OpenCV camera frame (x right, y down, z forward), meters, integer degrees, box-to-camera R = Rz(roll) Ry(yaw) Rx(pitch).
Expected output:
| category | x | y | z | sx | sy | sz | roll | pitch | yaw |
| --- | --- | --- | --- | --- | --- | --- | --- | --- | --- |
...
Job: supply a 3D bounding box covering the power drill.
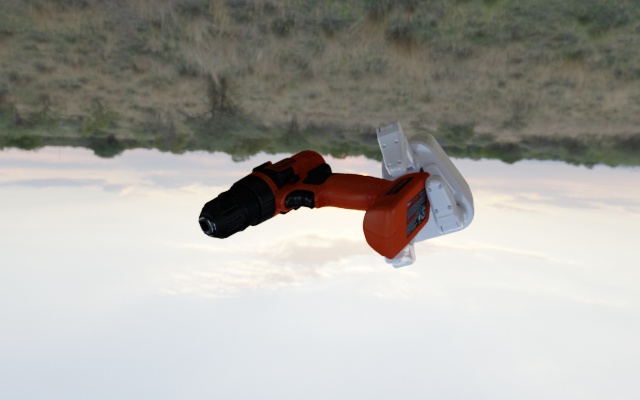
| category | x | y | z | sx | sy | sz | roll | pitch | yaw |
| --- | --- | --- | --- | --- | --- | --- | --- | --- | --- |
| power drill | 0.001 | 0.002 | 0.472 | 0.187 | 0.057 | 0.184 | 13 | 31 | 31 |
